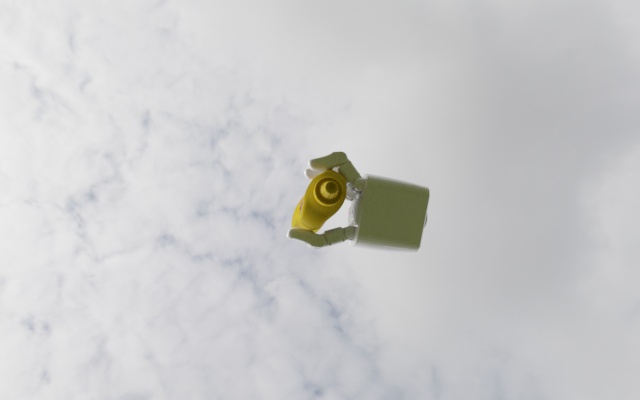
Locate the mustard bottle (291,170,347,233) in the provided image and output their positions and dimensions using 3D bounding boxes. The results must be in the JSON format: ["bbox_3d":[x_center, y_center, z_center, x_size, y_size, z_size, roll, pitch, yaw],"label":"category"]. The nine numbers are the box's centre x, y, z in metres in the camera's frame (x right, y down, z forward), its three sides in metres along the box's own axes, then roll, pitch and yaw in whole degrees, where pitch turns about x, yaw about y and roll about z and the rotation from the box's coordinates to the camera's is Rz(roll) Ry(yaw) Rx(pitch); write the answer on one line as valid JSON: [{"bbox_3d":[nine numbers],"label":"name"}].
[{"bbox_3d":[0.000,0.002,0.742,0.058,0.096,0.192,33,-15,-2],"label":"mustard bottle"}]
